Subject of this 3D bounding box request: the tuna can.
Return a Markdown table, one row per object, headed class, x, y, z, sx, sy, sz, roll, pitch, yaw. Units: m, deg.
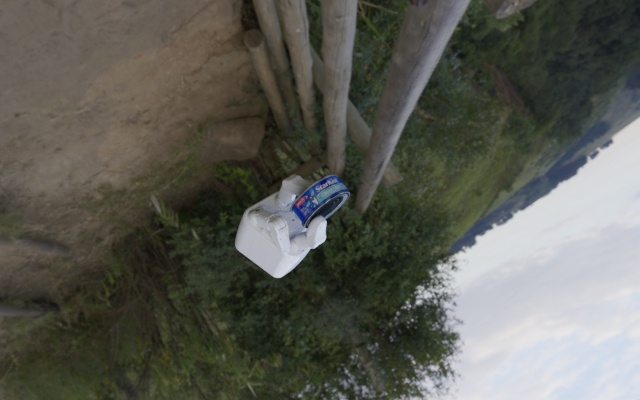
| class | x | y | z | sx | sy | sz | roll | pitch | yaw |
| --- | --- | --- | --- | --- | --- | --- | --- | --- | --- |
| tuna can | 0.000 | 0.003 | 0.692 | 0.086 | 0.033 | 0.086 | -35 | -16 | -11 |
